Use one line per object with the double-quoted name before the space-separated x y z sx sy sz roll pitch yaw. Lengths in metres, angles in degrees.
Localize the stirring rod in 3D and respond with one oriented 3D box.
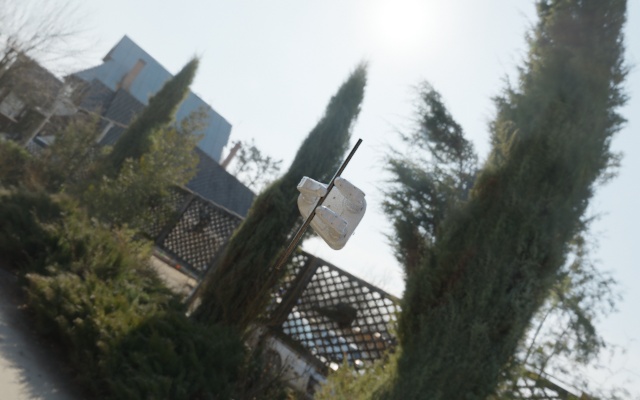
"stirring rod" 0.000 0.002 0.731 0.011 0.239 0.011 32 -11 7
